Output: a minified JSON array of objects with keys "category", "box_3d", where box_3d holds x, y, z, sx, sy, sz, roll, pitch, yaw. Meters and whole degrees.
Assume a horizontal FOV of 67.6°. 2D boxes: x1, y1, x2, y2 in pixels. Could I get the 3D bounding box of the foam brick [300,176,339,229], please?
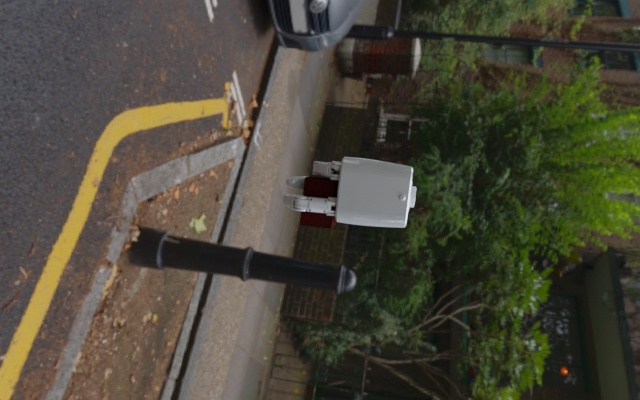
[{"category":"foam brick","box_3d":[0.000,0.003,0.758,0.051,0.078,0.053,7,5,8]}]
